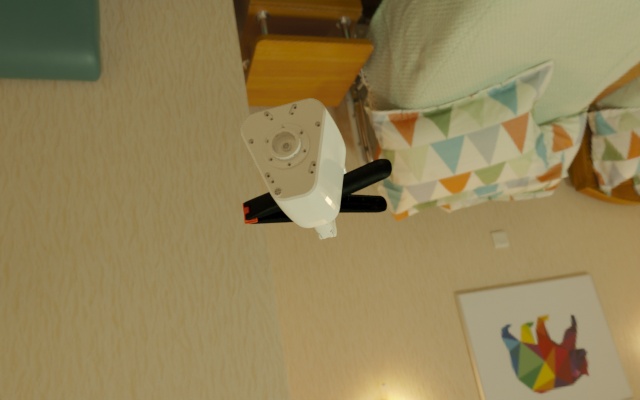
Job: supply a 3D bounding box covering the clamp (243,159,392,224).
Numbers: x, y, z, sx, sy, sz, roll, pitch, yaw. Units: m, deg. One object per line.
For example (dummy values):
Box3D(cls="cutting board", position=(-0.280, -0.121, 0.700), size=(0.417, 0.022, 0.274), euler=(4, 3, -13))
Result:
Box3D(cls="clamp", position=(0.000, 0.003, 0.659), size=(0.210, 0.036, 0.165), euler=(-13, -20, 9))
